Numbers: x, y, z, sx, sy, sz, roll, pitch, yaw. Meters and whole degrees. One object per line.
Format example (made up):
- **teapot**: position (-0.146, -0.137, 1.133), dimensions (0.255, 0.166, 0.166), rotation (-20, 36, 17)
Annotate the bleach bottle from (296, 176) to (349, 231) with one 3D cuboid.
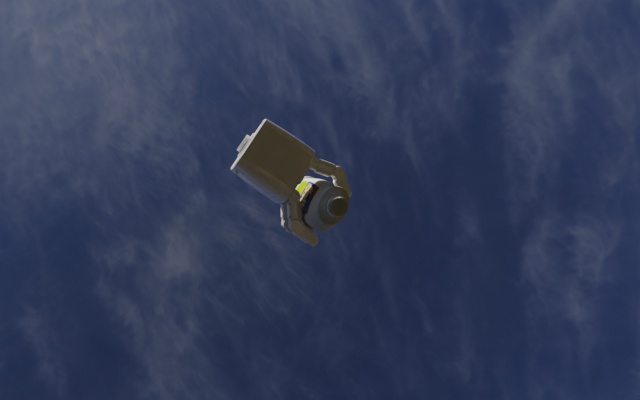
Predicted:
- **bleach bottle**: position (0.000, 0.003, 0.847), dimensions (0.068, 0.102, 0.251), rotation (33, -8, -13)
